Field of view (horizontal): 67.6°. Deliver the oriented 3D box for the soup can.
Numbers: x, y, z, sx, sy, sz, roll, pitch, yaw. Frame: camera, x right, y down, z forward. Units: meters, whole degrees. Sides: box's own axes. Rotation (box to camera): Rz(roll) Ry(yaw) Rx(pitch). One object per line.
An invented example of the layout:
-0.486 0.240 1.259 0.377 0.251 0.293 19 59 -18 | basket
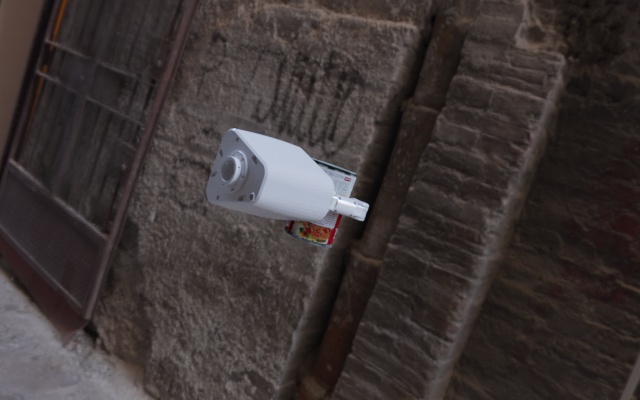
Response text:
0.001 0.002 0.631 0.068 0.102 0.068 19 6 -2 | soup can
